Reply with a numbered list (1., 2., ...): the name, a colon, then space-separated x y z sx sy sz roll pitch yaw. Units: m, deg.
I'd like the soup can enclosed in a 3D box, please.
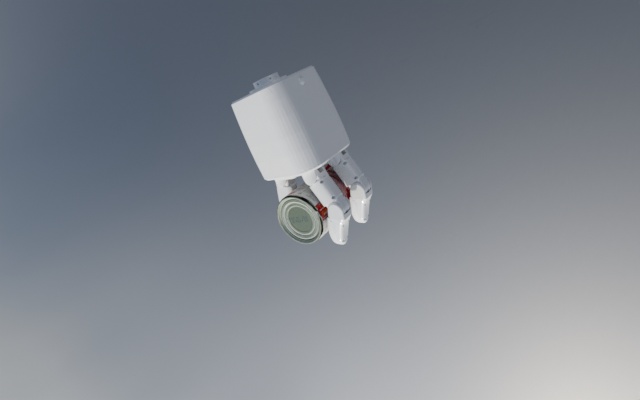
1. soup can: 0.000 0.003 0.609 0.068 0.068 0.102 0 26 36
